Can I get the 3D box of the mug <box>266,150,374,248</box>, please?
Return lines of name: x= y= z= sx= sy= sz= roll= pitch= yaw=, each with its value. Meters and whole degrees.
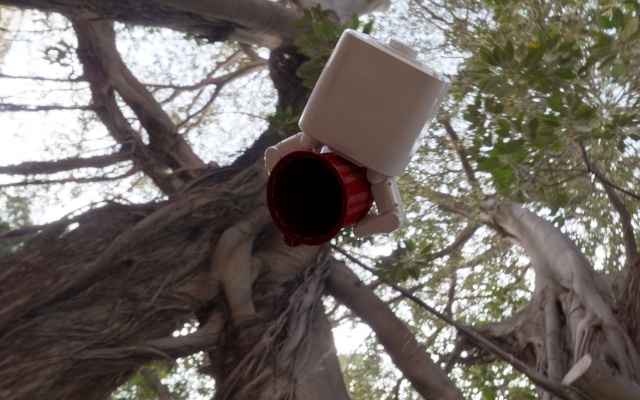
mug: x=0.000 y=0.003 z=0.498 sx=0.093 sy=0.117 sz=0.081 roll=38 pitch=26 yaw=20
